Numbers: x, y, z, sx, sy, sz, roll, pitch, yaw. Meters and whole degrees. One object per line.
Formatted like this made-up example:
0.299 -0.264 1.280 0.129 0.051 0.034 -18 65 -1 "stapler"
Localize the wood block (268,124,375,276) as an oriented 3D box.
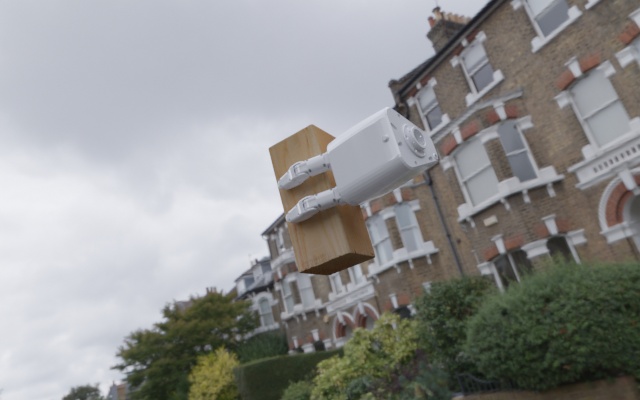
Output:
0.001 0.002 0.736 0.090 0.206 0.091 -25 -22 25 "wood block"
